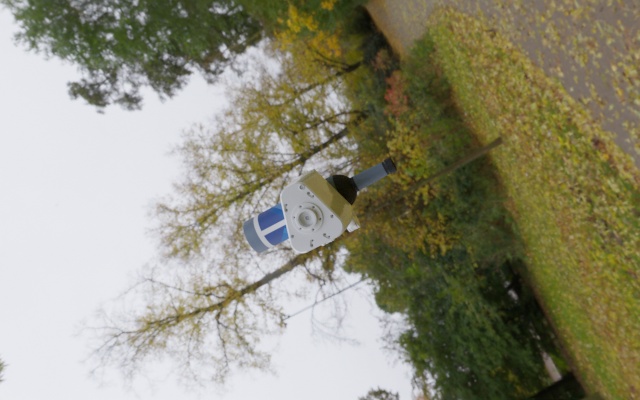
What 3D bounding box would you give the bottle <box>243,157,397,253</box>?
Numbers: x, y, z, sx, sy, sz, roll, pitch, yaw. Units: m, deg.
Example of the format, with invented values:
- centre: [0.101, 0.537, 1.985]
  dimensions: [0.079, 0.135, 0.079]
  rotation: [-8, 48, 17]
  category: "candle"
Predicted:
- centre: [0.000, 0.003, 0.862]
  dimensions: [0.296, 0.069, 0.069]
  rotation: [-28, -7, 14]
  category: "bottle"
